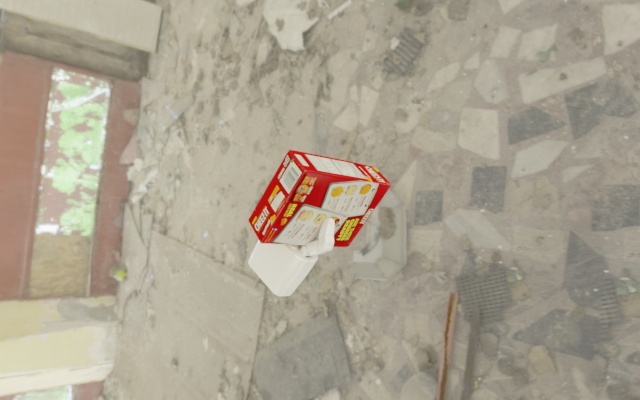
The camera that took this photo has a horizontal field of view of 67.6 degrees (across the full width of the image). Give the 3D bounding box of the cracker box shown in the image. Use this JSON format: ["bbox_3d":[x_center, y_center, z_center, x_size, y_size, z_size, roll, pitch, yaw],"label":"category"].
[{"bbox_3d":[0.000,0.003,0.869,0.214,0.164,0.072,6,36,-42],"label":"cracker box"}]
